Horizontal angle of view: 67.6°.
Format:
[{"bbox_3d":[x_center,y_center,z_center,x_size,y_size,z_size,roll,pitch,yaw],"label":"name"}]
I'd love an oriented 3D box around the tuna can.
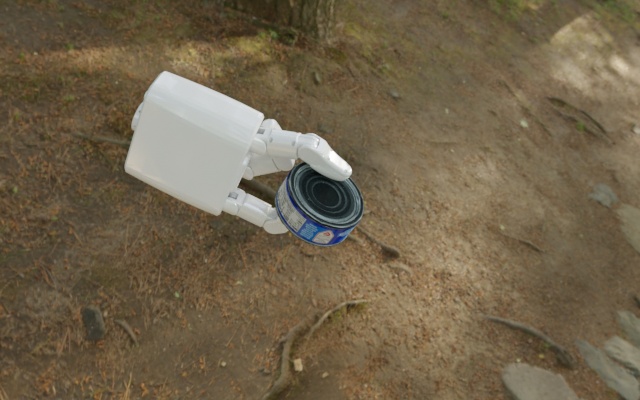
[{"bbox_3d":[0.000,0.001,0.477,0.086,0.086,0.034,0,-36,-33],"label":"tuna can"}]
